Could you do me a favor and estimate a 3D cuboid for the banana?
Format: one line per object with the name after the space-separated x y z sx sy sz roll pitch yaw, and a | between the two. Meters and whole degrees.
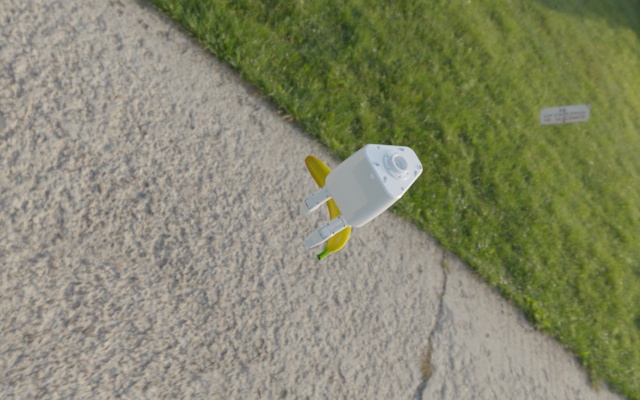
0.017 0.007 0.847 0.069 0.197 0.037 3 -26 -25 | banana
